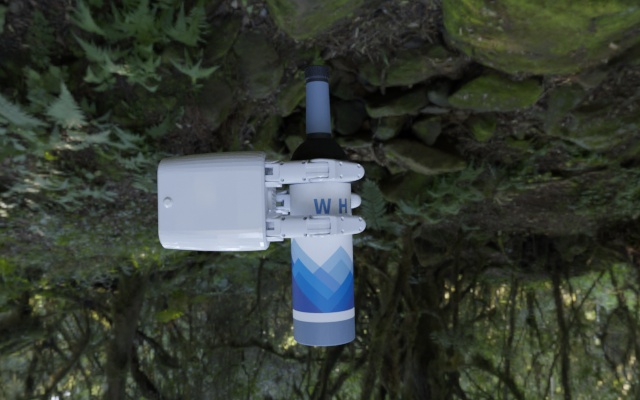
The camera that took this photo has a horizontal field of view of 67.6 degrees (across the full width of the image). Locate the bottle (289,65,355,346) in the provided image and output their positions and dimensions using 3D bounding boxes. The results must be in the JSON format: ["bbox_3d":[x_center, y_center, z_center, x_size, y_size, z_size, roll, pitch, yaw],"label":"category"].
[{"bbox_3d":[0.000,0.002,0.521,0.069,0.295,0.069,-2,-2,0],"label":"bottle"}]
